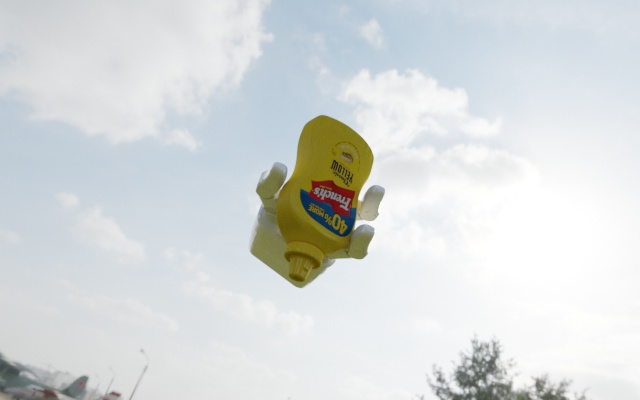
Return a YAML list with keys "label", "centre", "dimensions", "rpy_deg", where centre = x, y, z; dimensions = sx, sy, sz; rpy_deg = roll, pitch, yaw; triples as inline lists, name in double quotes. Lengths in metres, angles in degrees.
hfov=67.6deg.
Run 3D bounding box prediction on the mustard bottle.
- label: "mustard bottle"
  centre: [0.000, 0.001, 0.539]
  dimensions: [0.096, 0.191, 0.058]
  rpy_deg: [36, -34, -28]
